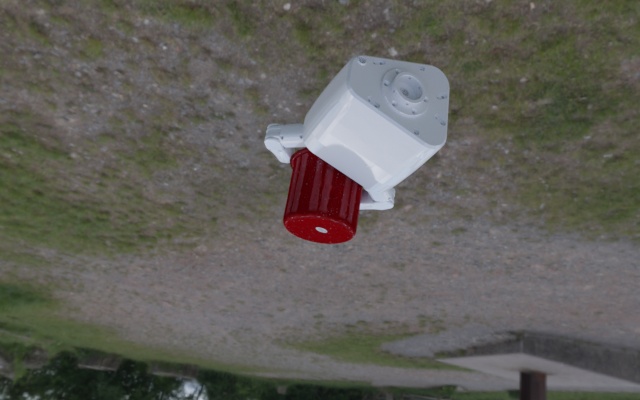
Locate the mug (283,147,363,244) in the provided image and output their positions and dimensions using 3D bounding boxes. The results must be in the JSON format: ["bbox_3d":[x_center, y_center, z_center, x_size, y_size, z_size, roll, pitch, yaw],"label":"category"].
[{"bbox_3d":[-0.001,0.002,0.547,0.093,0.081,0.117,17,-26,-15],"label":"mug"}]
